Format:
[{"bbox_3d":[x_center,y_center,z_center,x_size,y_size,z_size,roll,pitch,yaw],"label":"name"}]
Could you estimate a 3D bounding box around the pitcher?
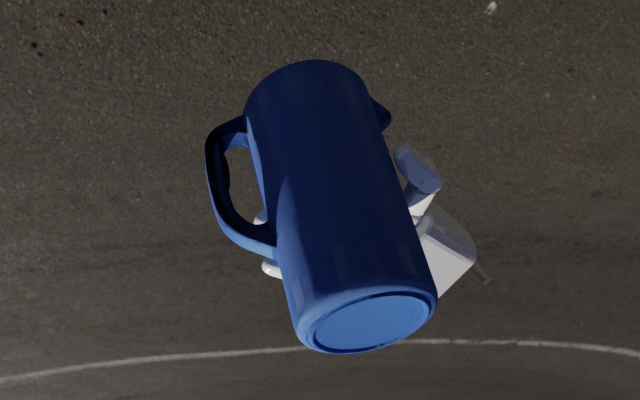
[{"bbox_3d":[0.000,0.001,0.415,0.149,0.242,0.145,-36,-43,24],"label":"pitcher"}]
